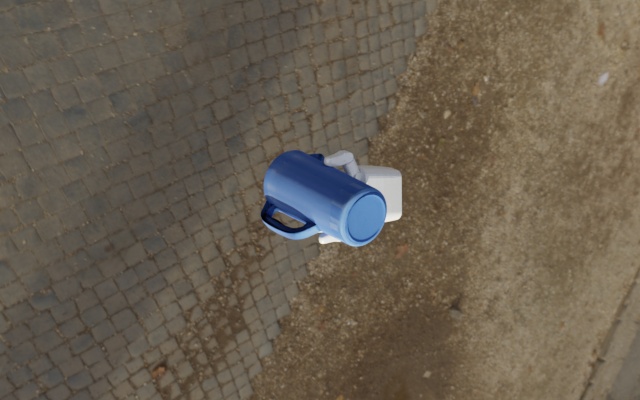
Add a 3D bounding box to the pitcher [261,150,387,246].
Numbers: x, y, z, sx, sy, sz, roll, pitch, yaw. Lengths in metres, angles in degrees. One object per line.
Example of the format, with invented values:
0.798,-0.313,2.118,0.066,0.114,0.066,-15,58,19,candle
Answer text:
0.000,0.003,0.900,0.145,0.149,0.242,-1,18,-38,pitcher
